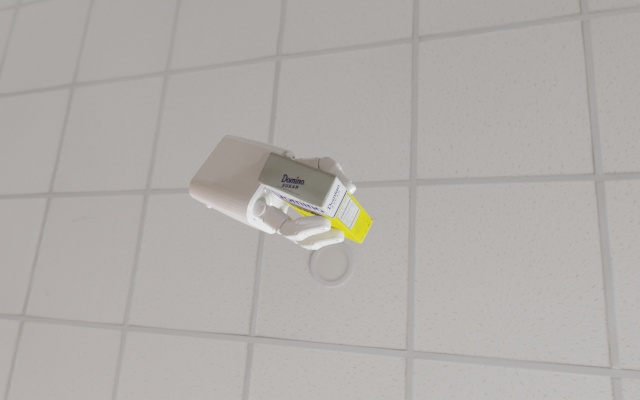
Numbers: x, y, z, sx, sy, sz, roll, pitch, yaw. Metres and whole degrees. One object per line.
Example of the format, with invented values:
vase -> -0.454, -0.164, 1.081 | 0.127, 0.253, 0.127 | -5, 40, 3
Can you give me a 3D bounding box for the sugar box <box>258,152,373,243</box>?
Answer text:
sugar box -> 0.000, 0.002, 0.609 | 0.093, 0.048, 0.176 | 22, -7, 26
